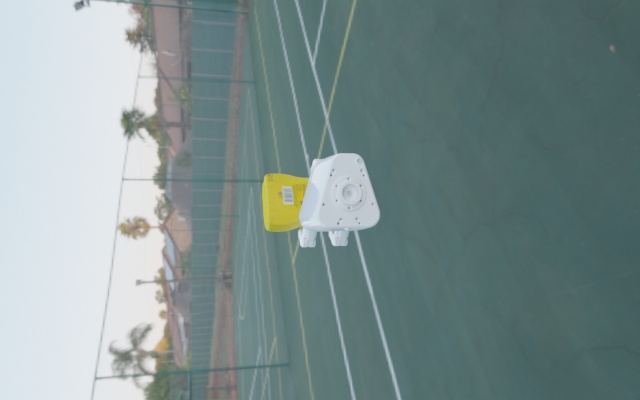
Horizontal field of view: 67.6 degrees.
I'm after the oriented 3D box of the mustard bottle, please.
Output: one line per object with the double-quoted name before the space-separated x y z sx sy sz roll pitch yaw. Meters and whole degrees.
"mustard bottle" 0.000 0.003 0.811 0.191 0.096 0.058 0 -28 -14
